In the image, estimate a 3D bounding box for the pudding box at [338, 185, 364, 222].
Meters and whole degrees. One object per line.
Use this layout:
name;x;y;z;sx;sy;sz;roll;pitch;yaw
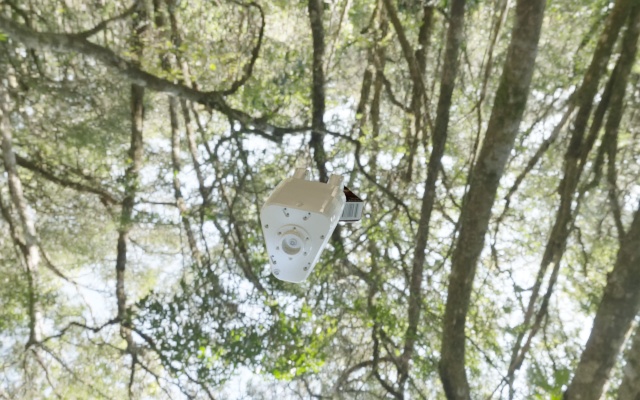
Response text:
pudding box;0.000;0.003;0.765;0.113;0.039;0.090;2;20;-20
